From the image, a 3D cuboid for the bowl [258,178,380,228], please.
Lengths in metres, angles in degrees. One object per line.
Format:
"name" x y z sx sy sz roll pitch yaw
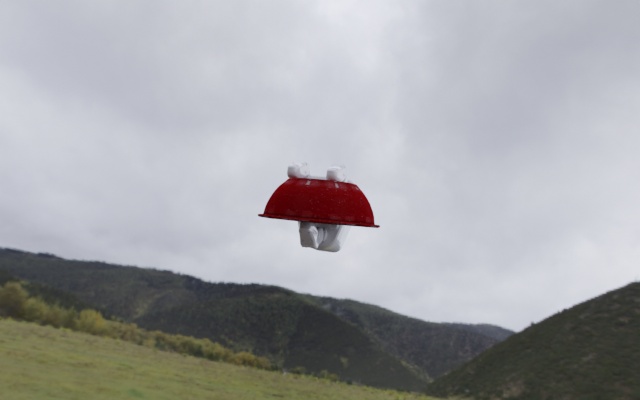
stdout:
"bowl" 0.000 0.002 0.630 0.162 0.055 0.162 5 -1 0
